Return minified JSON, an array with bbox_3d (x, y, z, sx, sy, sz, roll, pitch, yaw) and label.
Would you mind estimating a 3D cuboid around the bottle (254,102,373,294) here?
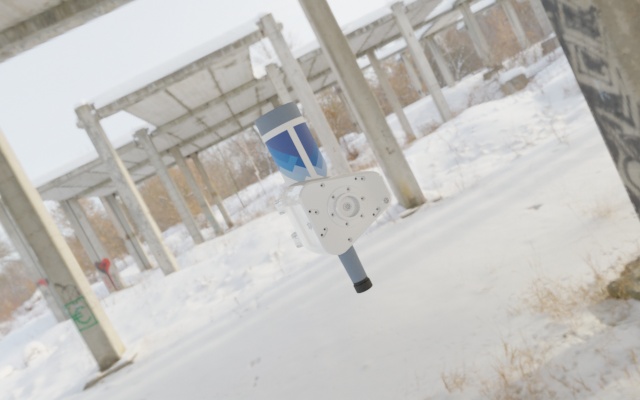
[{"bbox_3d":[0.000,0.002,0.704,0.069,0.296,0.069,-27,5,2],"label":"bottle"}]
